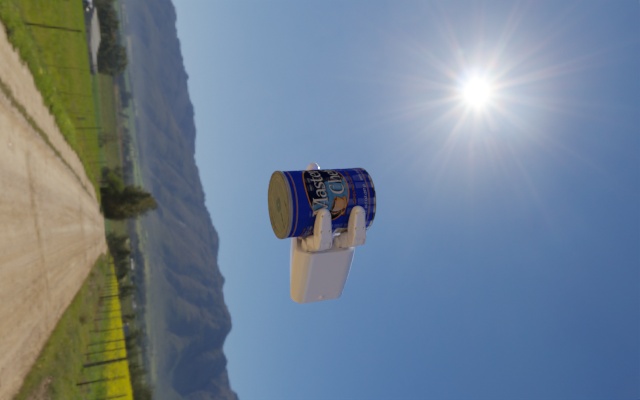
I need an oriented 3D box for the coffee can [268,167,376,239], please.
[{"bbox_3d":[0.000,0.002,0.736,0.140,0.103,0.103,-4,1,-22],"label":"coffee can"}]
